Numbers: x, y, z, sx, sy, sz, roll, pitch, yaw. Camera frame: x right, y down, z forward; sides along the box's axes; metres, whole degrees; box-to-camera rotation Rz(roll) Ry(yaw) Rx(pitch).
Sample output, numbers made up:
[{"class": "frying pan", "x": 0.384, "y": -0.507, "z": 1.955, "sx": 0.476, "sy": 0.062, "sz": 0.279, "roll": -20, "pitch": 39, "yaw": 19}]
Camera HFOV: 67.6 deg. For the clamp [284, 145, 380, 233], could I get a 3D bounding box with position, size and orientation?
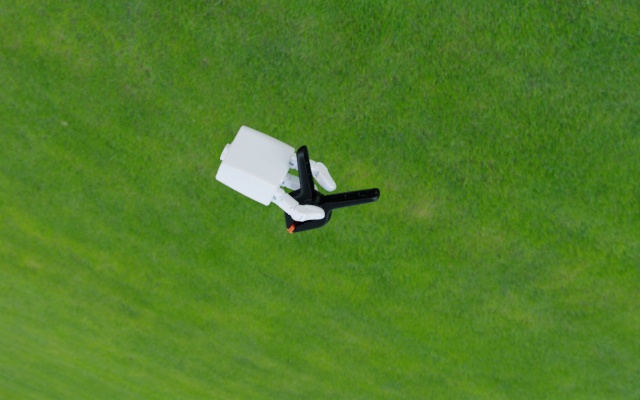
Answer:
[{"class": "clamp", "x": 0.000, "y": 0.004, "z": 0.879, "sx": 0.164, "sy": 0.036, "sz": 0.210, "roll": 26, "pitch": -43, "yaw": -7}]
